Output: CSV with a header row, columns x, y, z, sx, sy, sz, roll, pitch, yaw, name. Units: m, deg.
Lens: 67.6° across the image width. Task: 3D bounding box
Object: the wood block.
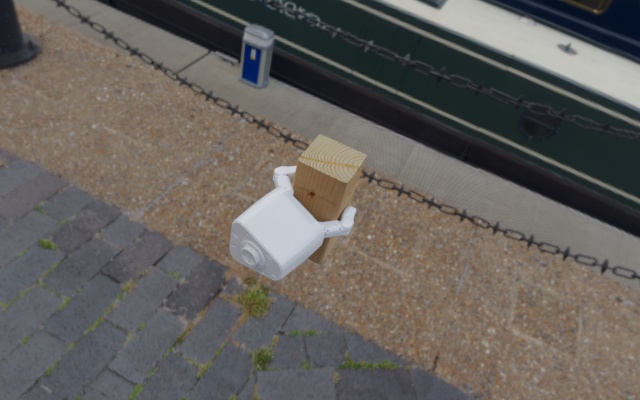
x,y,z,sx,sy,sz,roll,pitch,yaw,name
0.000,0.003,0.838,0.091,0.206,0.090,26,45,10,wood block
